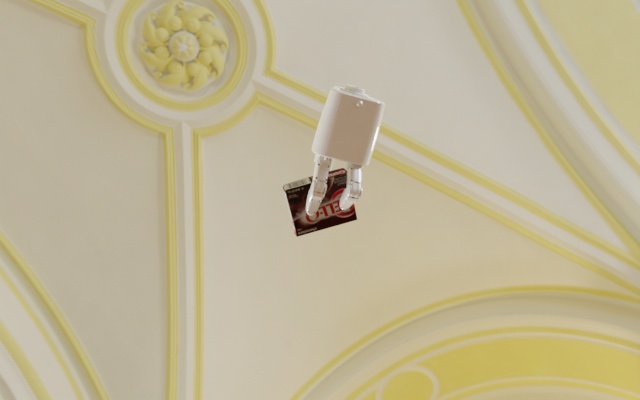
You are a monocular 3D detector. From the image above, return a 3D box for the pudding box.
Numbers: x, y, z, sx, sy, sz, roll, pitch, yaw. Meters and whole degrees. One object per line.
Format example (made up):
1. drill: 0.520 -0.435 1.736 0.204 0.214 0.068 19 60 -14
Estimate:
1. pudding box: 0.000 0.003 0.817 0.113 0.090 0.039 -15 23 -4
